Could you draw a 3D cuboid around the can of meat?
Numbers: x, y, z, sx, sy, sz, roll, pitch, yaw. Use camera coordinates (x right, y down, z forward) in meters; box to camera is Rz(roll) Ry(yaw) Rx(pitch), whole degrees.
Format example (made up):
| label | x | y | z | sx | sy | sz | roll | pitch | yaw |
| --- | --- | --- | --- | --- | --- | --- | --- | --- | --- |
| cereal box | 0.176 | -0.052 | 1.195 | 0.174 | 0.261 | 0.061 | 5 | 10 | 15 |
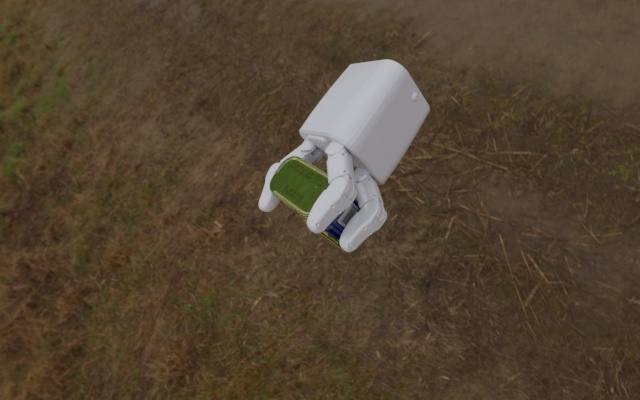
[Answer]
| label | x | y | z | sx | sy | sz | roll | pitch | yaw |
| --- | --- | --- | --- | --- | --- | --- | --- | --- | --- |
| can of meat | 0.000 | 0.002 | 0.540 | 0.102 | 0.057 | 0.084 | 33 | -6 | 45 |
